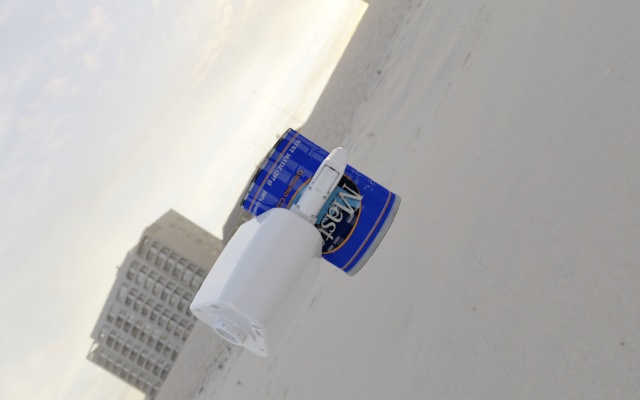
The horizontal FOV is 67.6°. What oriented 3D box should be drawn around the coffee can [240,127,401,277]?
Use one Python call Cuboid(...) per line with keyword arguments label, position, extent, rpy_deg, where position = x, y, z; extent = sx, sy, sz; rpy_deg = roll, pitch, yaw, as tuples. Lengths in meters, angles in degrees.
Cuboid(label="coffee can", position=(0.000, 0.002, 0.516), extent=(0.140, 0.103, 0.103), rpy_deg=(32, -1, -2))
